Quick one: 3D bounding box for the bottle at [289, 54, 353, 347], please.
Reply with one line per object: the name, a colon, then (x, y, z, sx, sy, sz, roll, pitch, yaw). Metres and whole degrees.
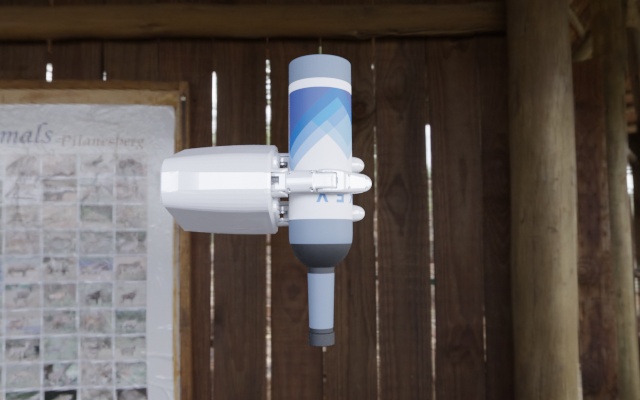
bottle: (0.000, 0.001, 0.503, 0.069, 0.295, 0.069, 0, -4, 0)
